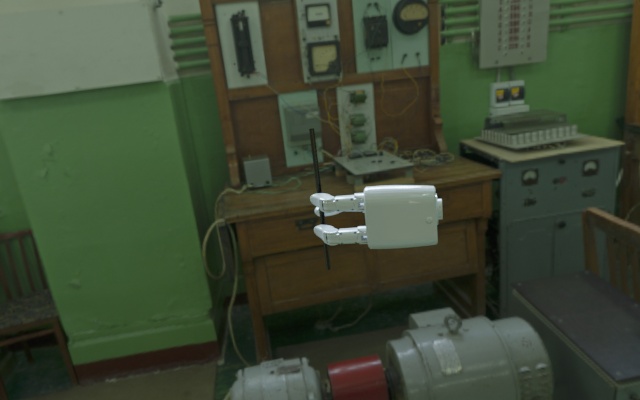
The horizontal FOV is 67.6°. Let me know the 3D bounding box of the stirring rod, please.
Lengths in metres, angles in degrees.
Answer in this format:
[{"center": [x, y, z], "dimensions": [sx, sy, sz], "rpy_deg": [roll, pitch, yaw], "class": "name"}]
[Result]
[{"center": [0.000, 0.003, 0.781], "dimensions": [0.011, 0.239, 0.011], "rpy_deg": [-6, 17, 2], "class": "stirring rod"}]
